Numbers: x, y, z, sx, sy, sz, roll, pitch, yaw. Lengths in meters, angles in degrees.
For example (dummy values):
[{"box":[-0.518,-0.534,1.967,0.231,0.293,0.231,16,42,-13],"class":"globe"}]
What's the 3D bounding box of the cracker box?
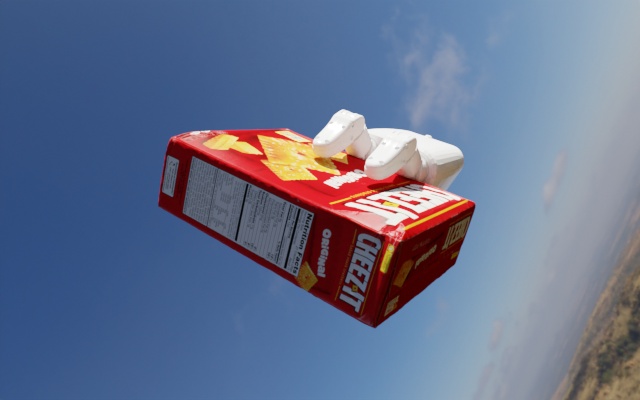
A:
[{"box":[0.000,0.001,0.404,0.213,0.072,0.164,24,21,28],"class":"cracker box"}]
